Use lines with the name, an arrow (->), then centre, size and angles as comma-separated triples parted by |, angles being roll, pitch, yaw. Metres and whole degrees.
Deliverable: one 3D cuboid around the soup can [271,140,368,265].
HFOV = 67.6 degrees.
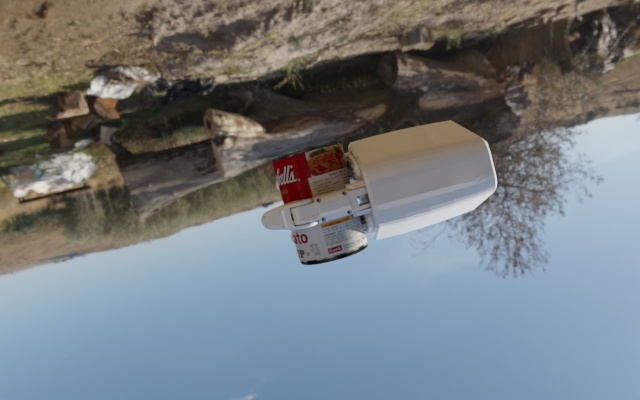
soup can -> 0.000, 0.002, 0.444 | 0.068, 0.102, 0.068 | -15, 4, 1
